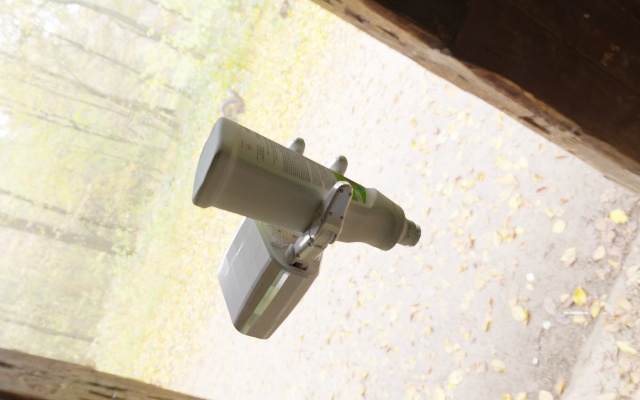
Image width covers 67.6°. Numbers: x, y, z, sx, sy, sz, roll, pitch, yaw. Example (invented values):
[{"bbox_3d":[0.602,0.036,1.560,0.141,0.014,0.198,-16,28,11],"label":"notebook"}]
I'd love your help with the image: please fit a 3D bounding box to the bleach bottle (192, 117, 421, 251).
[{"bbox_3d":[0.000,0.002,0.494,0.251,0.068,0.102,22,28,-22],"label":"bleach bottle"}]
